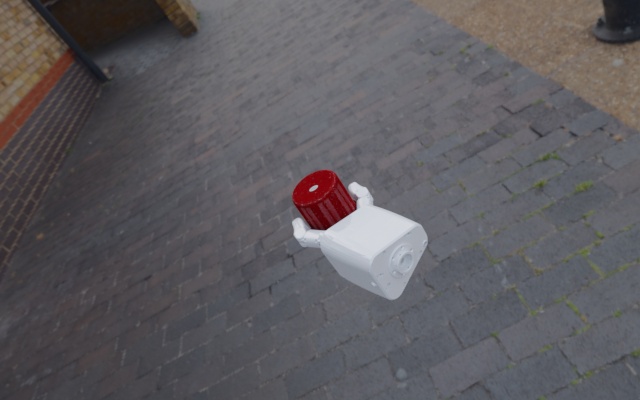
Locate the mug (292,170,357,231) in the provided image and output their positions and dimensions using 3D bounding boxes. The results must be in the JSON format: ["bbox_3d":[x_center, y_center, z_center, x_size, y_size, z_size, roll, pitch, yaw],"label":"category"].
[{"bbox_3d":[-0.001,0.002,0.775,0.117,0.093,0.081,21,-28,50],"label":"mug"}]
